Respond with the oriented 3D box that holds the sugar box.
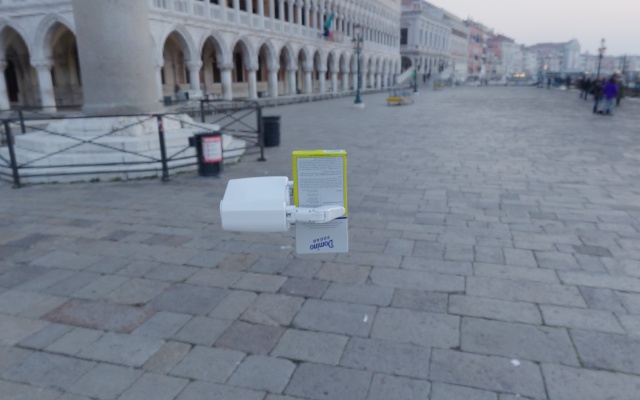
[{"bbox_3d":[0.000,0.002,0.828,0.093,0.176,0.048,-1,14,0],"label":"sugar box"}]
